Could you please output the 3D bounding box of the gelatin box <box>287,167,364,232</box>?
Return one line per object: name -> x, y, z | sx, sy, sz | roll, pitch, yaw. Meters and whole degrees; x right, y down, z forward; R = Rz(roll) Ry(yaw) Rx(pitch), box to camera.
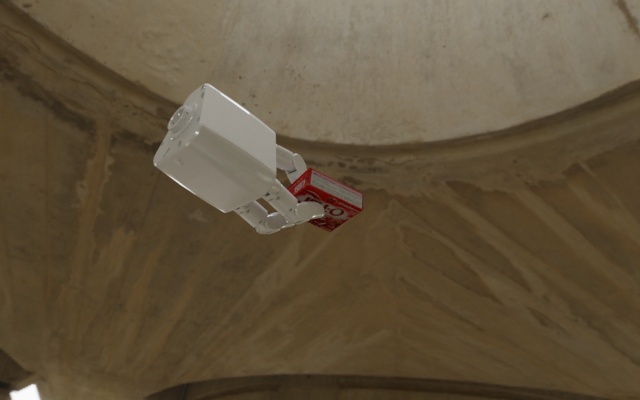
gelatin box -> 0.000, 0.002, 0.628 | 0.089, 0.030, 0.073 | 25, -40, -26
